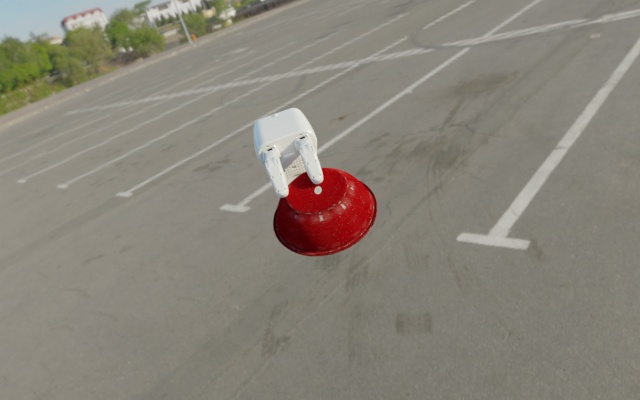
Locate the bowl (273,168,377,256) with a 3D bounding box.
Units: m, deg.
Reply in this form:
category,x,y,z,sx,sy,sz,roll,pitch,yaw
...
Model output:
category,x,y,z,sx,sy,sz,roll,pitch,yaw
bowl,0.001,0.003,0.704,0.162,0.162,0.055,0,-41,17
